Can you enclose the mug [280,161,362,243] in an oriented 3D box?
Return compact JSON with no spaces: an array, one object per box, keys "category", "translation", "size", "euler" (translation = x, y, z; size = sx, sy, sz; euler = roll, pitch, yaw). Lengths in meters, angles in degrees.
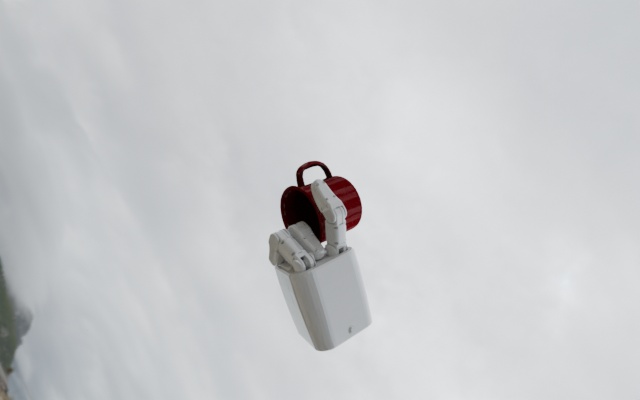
[{"category":"mug","translation":[0.000,0.001,0.663],"size":[0.081,0.117,0.093],"euler":[-21,9,-35]}]
